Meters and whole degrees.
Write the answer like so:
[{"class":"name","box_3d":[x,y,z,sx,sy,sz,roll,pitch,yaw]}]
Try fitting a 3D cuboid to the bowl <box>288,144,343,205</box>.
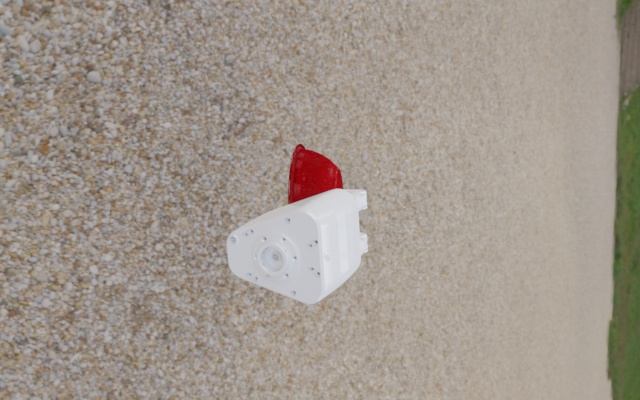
[{"class":"bowl","box_3d":[0.001,0.002,0.656,0.055,0.162,0.162,-2,0,9]}]
